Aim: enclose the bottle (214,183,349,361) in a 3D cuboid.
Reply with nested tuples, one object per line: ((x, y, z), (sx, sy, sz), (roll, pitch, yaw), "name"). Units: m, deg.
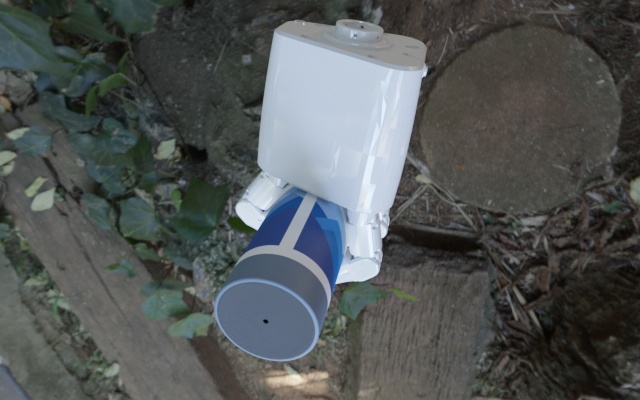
((0.000, 0.002, 0.410), (0.069, 0.069, 0.295), (0, 29, 15), "bottle")
